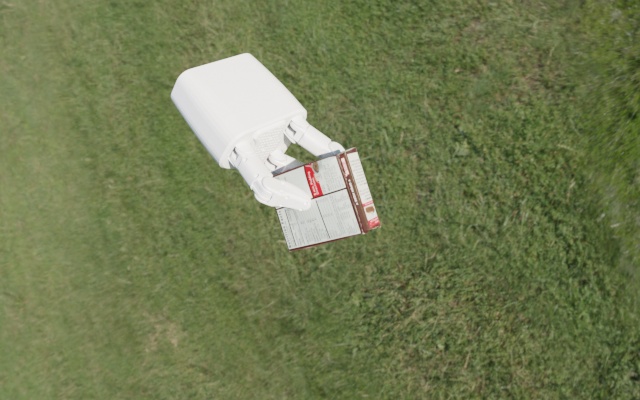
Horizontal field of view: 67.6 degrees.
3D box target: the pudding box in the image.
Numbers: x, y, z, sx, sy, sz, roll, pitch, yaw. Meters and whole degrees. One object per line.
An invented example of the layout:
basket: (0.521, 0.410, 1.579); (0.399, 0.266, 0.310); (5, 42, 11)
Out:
pudding box: (0.000, 0.002, 0.524); (0.113, 0.090, 0.039); (-16, 4, 41)
